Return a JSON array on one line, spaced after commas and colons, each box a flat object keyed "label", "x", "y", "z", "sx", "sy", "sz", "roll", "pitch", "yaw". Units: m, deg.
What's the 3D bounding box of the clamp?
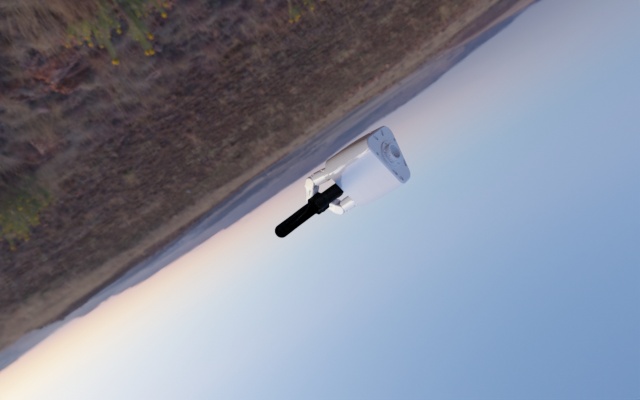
[{"label": "clamp", "x": 0.000, "y": 0.003, "z": 0.854, "sx": 0.120, "sy": 0.039, "sz": 0.171, "roll": -29, "pitch": 7, "yaw": 42}]
